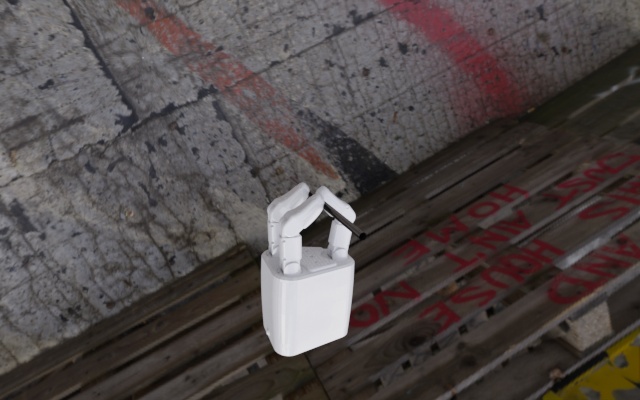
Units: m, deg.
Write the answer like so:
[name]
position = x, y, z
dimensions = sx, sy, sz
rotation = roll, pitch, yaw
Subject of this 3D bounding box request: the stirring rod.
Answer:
[stirring rod]
position = 0.000, 0.002, 0.562
dimensions = 0.011, 0.011, 0.239
rotation = 0, 16, -20
